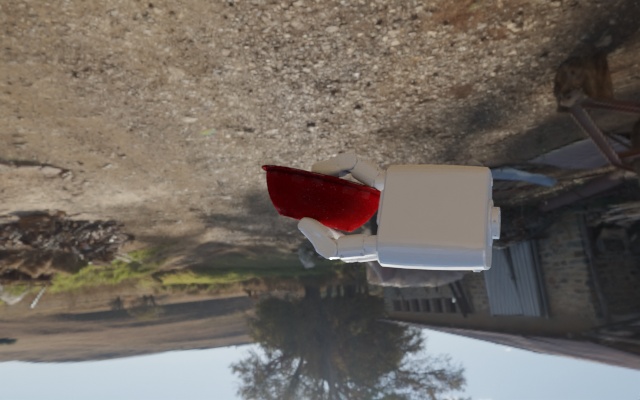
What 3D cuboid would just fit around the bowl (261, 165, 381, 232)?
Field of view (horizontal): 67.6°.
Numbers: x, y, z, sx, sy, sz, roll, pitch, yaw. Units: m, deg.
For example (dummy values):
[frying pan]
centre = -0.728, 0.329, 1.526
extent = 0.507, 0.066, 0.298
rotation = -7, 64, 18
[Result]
[bowl]
centre = -0.001, 0.002, 0.589
extent = 0.162, 0.055, 0.162
rotation = 14, -2, 1
